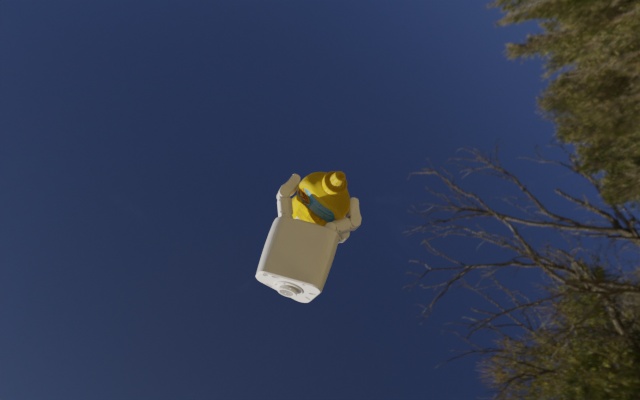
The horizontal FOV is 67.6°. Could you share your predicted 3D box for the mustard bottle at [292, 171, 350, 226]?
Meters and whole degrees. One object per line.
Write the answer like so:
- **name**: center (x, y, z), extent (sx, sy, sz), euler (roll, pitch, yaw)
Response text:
- **mustard bottle**: center (0.000, 0.003, 0.838), extent (0.058, 0.096, 0.192), euler (-44, -5, -32)
